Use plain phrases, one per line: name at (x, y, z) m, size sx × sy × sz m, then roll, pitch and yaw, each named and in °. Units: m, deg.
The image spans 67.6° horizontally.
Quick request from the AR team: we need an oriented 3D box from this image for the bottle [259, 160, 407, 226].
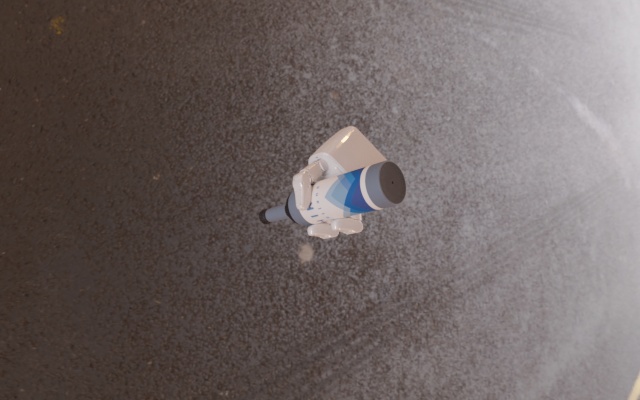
bottle at (0.000, 0.003, 0.780) m, size 0.296 × 0.069 × 0.069 m, roll -15°, pitch -11°, yaw 43°
